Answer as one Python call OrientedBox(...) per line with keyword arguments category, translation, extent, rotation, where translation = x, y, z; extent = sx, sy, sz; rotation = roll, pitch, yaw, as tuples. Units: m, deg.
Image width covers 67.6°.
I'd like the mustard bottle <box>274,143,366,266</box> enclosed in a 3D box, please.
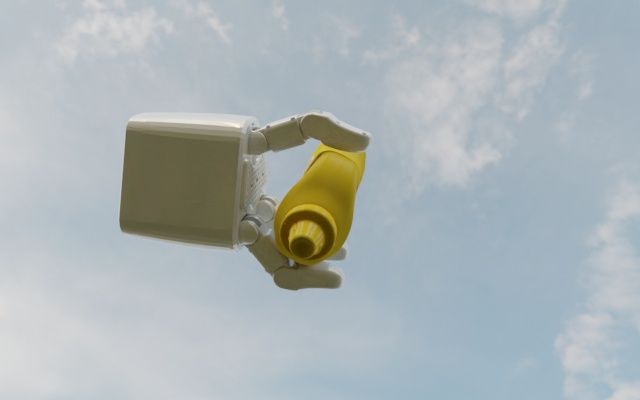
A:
OrientedBox(category="mustard bottle", translation=(0.000, 0.001, 0.410), extent=(0.058, 0.096, 0.191), rotation=(28, 20, -1))
